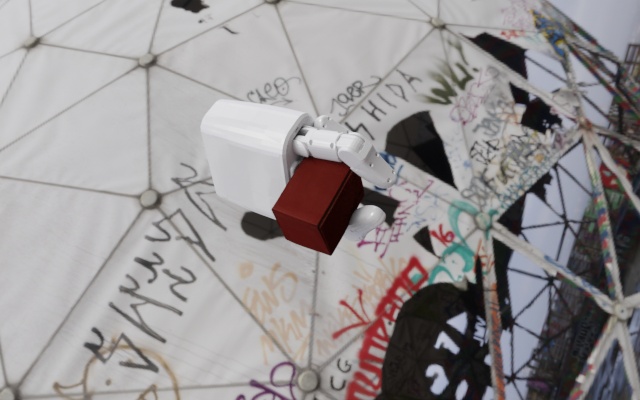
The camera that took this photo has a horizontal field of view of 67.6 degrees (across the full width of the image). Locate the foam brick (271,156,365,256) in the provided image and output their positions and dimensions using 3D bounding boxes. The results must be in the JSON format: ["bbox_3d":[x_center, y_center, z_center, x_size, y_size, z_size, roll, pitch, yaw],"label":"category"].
[{"bbox_3d":[0.000,0.002,0.442,0.051,0.078,0.053,17,-31,25],"label":"foam brick"}]
